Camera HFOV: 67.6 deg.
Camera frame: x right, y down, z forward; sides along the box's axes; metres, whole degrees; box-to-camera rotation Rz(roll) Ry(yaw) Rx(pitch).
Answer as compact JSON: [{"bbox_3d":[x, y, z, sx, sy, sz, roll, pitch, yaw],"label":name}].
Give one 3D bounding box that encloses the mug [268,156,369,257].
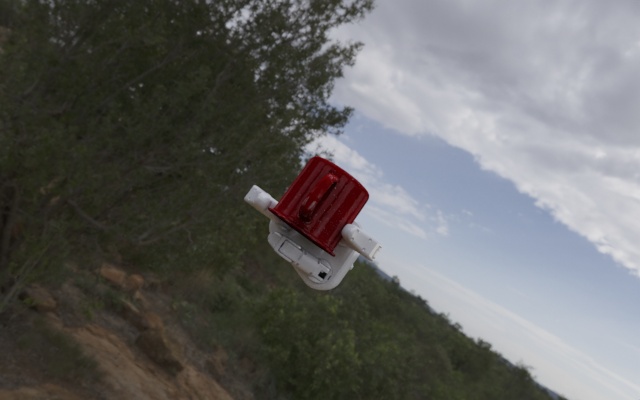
[{"bbox_3d":[0.000,0.001,0.529,0.093,0.081,0.117,34,-6,12],"label":"mug"}]
